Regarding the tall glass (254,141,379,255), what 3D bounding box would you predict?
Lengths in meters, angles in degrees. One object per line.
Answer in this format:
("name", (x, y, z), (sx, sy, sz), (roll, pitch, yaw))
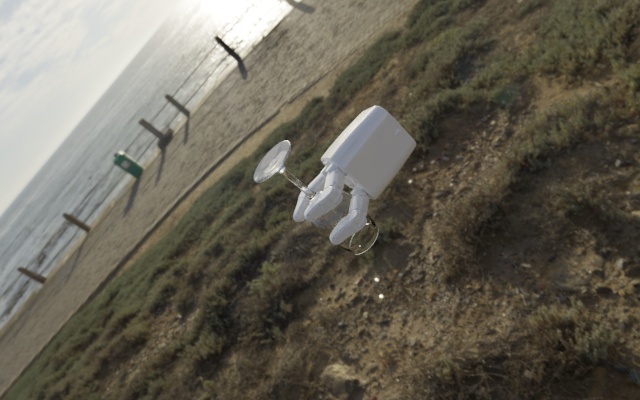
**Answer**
("tall glass", (0.000, 0.002, 0.711), (0.201, 0.079, 0.079), (41, -21, -26))
